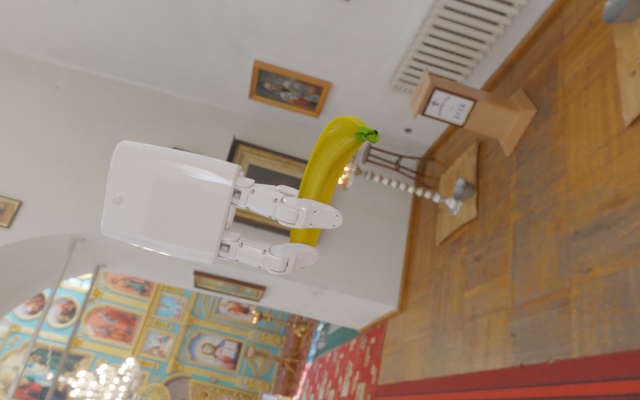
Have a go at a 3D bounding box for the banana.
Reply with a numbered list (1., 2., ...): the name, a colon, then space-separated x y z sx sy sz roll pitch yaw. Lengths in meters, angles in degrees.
1. banana: 0.002 -0.014 0.470 0.037 0.069 0.198 14 -46 -12
